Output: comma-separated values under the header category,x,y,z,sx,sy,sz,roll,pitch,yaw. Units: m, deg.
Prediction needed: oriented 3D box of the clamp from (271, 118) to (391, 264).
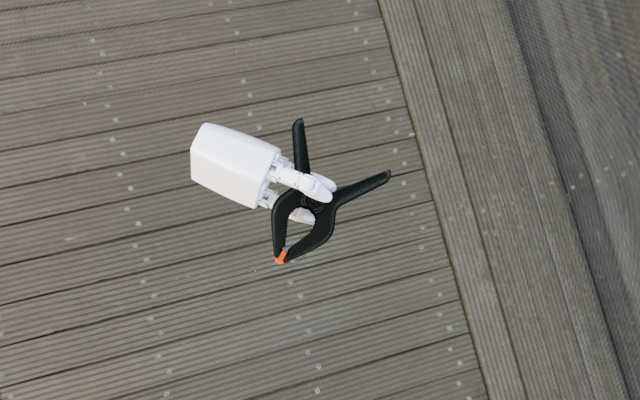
category,x,y,z,sx,sy,sz,roll,pitch,yaw
clamp,0.000,0.003,0.694,0.164,0.210,0.036,23,-11,-3
